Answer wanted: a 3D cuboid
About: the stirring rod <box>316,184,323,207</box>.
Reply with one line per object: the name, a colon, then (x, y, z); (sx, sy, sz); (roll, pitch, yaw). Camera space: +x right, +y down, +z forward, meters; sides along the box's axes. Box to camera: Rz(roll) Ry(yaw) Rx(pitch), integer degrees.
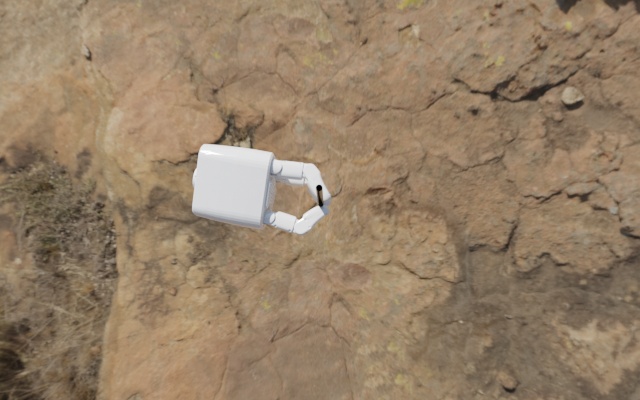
stirring rod: (0.000, 0.002, 0.679); (0.011, 0.011, 0.239); (0, -8, 1)
